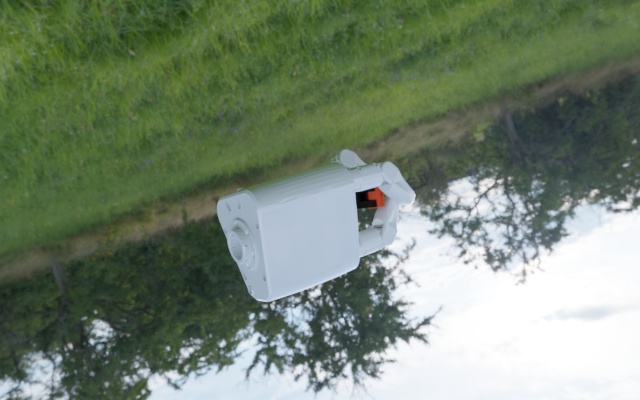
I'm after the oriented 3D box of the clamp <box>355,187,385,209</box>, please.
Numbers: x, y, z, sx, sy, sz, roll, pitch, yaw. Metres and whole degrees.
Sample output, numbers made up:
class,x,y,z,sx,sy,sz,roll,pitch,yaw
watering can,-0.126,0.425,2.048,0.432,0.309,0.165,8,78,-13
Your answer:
class,x,y,z,sx,sy,sz,roll,pitch,yaw
clamp,0.000,0.002,0.571,0.120,0.039,0.171,-16,2,-33
